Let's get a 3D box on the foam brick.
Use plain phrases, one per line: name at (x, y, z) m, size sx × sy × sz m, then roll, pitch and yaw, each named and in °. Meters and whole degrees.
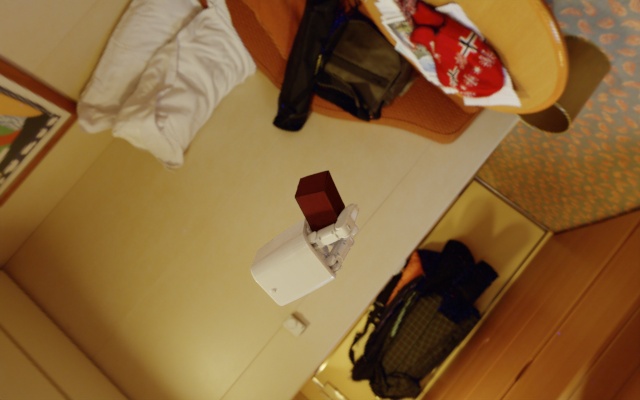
foam brick at (0.000, 0.002, 0.749) m, size 0.051 × 0.078 × 0.053 m, roll -12°, pitch 35°, yaw 20°
